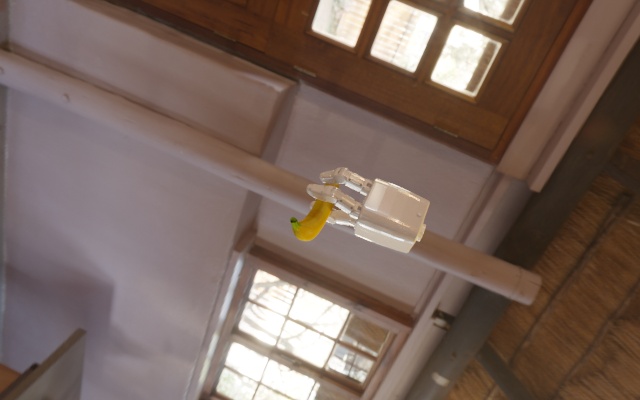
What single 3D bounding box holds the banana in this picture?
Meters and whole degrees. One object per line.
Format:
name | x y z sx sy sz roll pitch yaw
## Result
banana | -0.005 0.020 0.857 0.037 0.070 0.197 20 32 12
